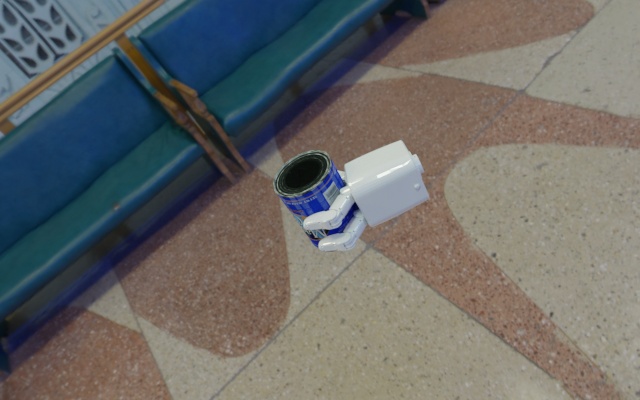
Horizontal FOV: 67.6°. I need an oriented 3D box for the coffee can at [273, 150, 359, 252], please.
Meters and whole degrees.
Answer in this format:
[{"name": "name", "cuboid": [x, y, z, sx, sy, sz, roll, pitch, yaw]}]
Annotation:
[{"name": "coffee can", "cuboid": [0.000, 0.003, 0.788, 0.103, 0.102, 0.140, 0, -41, 35]}]
